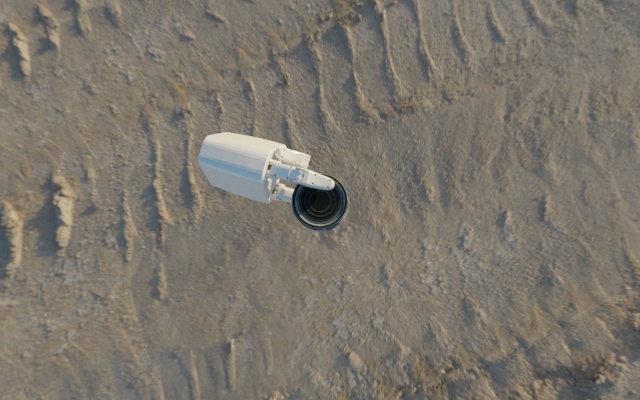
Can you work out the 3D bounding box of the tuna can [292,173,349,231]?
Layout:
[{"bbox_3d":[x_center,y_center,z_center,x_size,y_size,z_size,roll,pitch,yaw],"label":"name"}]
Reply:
[{"bbox_3d":[0.000,0.002,0.709,0.086,0.086,0.034,0,-6,3],"label":"tuna can"}]
